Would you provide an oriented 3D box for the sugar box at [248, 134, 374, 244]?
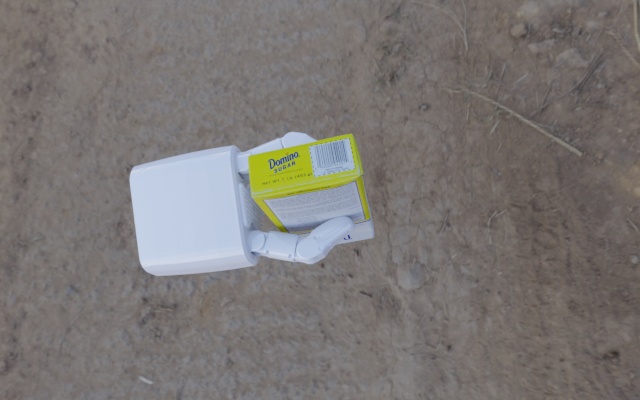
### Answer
[{"bbox_3d":[0.000,0.001,0.466,0.093,0.048,0.176,-10,-19,5],"label":"sugar box"}]
